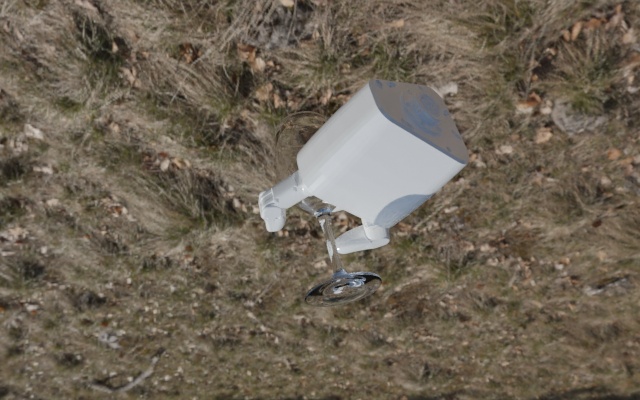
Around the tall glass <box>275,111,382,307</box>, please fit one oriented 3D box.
[{"bbox_3d":[0.000,0.002,0.495,0.079,0.201,0.079,-11,-31,-7],"label":"tall glass"}]
